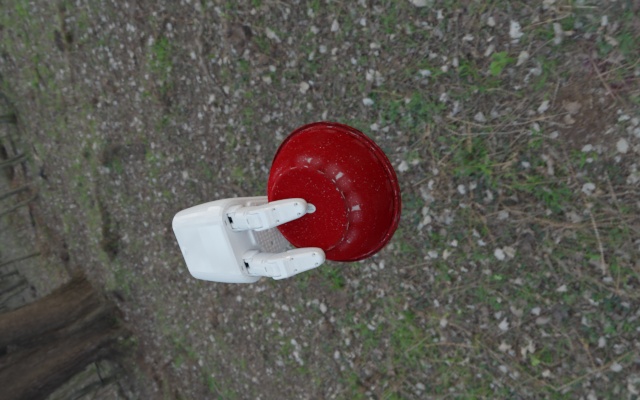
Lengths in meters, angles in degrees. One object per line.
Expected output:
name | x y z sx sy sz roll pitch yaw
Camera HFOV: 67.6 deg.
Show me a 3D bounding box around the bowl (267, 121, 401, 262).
bowl | 0.001 0.001 0.501 0.162 0.162 0.055 0 18 30
